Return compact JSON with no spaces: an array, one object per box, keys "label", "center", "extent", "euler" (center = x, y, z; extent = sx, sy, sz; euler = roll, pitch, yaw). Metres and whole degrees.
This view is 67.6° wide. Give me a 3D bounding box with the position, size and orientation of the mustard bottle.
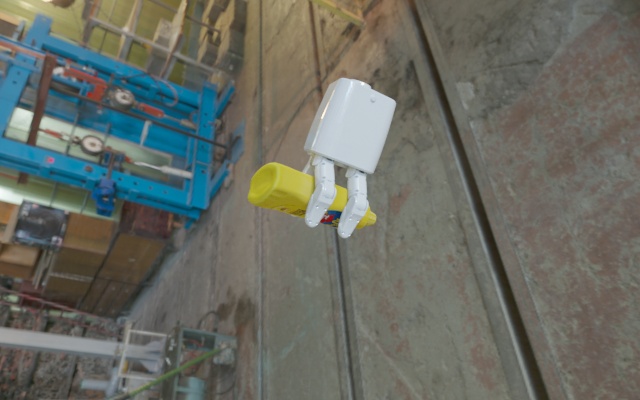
[{"label":"mustard bottle","center":[0.000,0.002,0.683],"extent":[0.192,0.058,0.096],"euler":[18,-20,-28]}]
